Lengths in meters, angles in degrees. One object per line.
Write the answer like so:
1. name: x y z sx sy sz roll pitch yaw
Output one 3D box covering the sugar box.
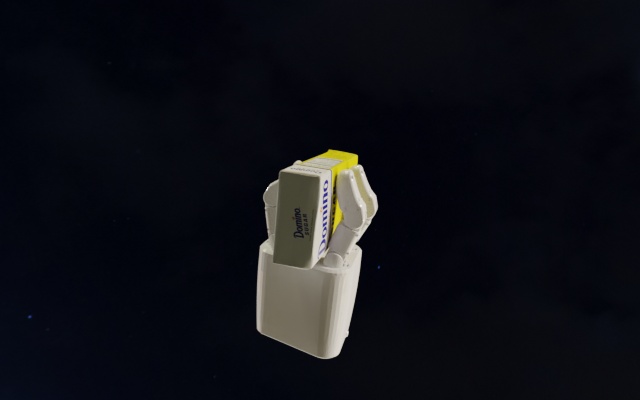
1. sugar box: 0.001 0.002 0.517 0.048 0.093 0.176 9 15 11
